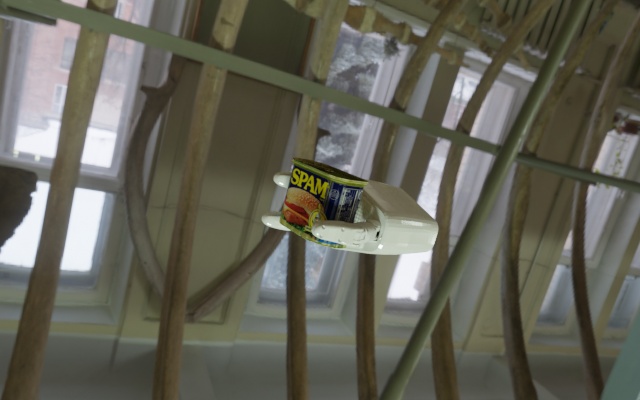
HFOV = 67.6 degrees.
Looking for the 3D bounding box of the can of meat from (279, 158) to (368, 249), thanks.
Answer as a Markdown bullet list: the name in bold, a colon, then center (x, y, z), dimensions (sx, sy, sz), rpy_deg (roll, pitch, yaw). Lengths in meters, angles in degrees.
- **can of meat**: center (0.000, 0.002, 0.579), dimensions (0.057, 0.084, 0.102), rpy_deg (5, 15, -42)
